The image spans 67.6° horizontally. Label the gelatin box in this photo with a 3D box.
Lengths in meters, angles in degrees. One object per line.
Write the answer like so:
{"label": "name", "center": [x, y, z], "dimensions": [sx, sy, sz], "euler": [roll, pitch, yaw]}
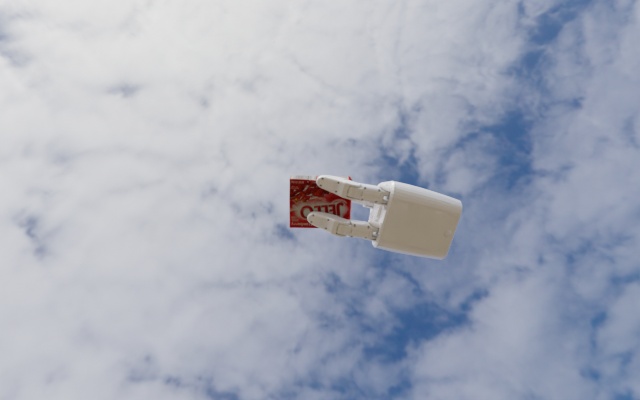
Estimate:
{"label": "gelatin box", "center": [0.000, 0.002, 0.686], "dimensions": [0.089, 0.073, 0.030], "euler": [2, 17, 2]}
